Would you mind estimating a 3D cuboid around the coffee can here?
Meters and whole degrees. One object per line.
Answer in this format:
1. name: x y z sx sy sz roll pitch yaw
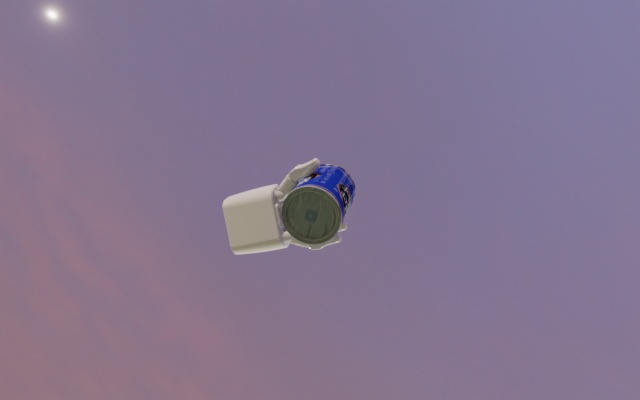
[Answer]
1. coffee can: 0.000 0.003 0.843 0.103 0.103 0.140 0 20 15
